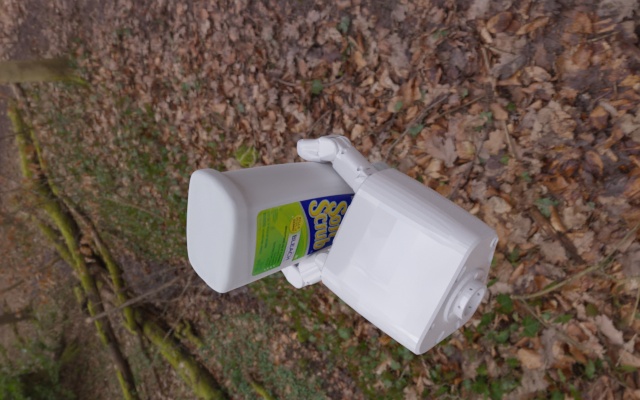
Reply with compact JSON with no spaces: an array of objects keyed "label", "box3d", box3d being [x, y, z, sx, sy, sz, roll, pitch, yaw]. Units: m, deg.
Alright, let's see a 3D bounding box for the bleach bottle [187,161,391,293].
[{"label":"bleach bottle","box3d":[0.000,0.002,0.459,0.251,0.103,0.068,-16,39,-41]}]
